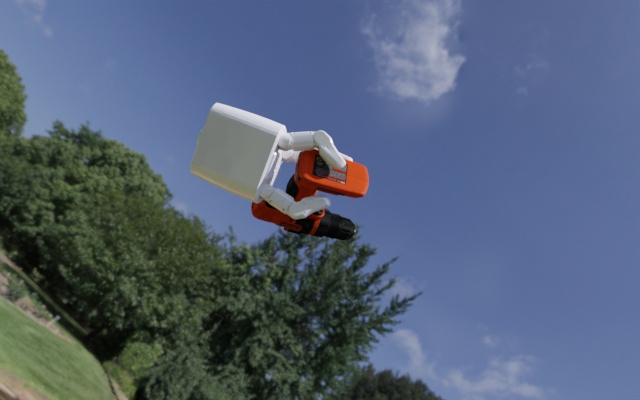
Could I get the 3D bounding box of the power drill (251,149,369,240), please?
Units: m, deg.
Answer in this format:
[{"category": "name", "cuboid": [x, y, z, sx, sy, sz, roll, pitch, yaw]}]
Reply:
[{"category": "power drill", "cuboid": [0.000, 0.002, 0.746, 0.184, 0.057, 0.188, 15, -31, -18]}]
